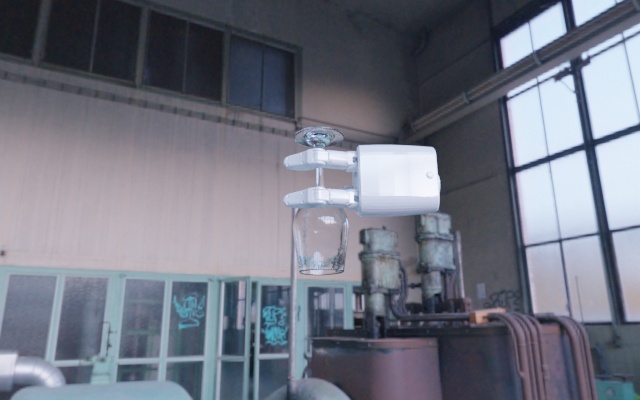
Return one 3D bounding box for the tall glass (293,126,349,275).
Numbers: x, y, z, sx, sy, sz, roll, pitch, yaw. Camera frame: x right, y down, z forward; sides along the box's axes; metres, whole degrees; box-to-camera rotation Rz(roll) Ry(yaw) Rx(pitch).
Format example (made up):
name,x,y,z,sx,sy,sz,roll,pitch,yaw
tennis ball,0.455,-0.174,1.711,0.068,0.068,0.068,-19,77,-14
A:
name,x,y,z,sx,sy,sz,roll,pitch,yaw
tall glass,0.000,0.002,0.677,0.079,0.201,0.079,-1,-15,0
